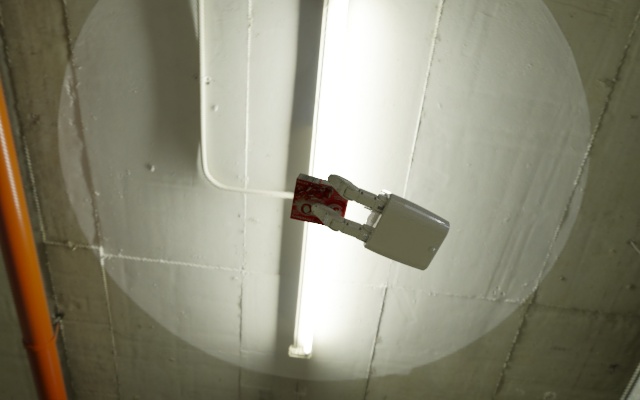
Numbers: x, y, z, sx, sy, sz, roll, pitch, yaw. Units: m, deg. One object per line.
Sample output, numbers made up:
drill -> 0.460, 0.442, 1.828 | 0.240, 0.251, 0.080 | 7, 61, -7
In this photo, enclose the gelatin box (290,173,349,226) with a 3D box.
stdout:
gelatin box -> 0.000, 0.002, 0.777 | 0.089, 0.073, 0.030 | 14, 26, 6
